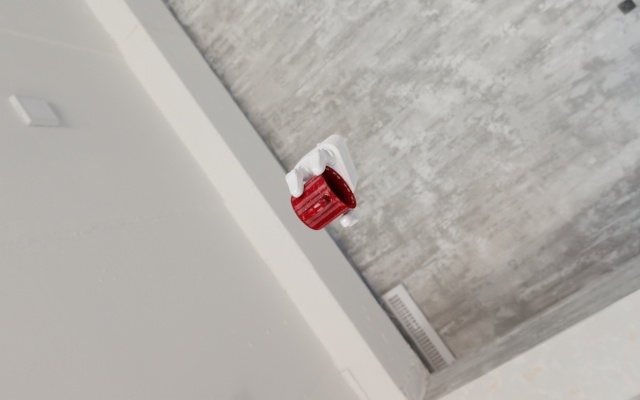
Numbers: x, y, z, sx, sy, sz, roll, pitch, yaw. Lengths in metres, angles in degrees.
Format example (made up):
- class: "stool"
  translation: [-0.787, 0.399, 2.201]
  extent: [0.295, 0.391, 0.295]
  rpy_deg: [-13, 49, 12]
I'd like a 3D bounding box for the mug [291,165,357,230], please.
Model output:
- class: "mug"
  translation: [0.000, 0.003, 0.821]
  extent: [0.081, 0.093, 0.117]
  rpy_deg: [-38, 8, 21]
